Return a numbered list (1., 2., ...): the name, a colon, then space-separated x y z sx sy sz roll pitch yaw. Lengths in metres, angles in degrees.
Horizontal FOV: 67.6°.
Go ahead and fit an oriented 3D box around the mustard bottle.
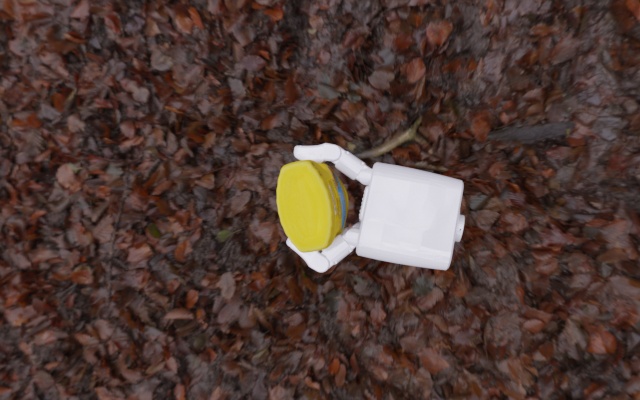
1. mustard bottle: 0.000 0.002 0.580 0.058 0.096 0.191 -14 0 11
